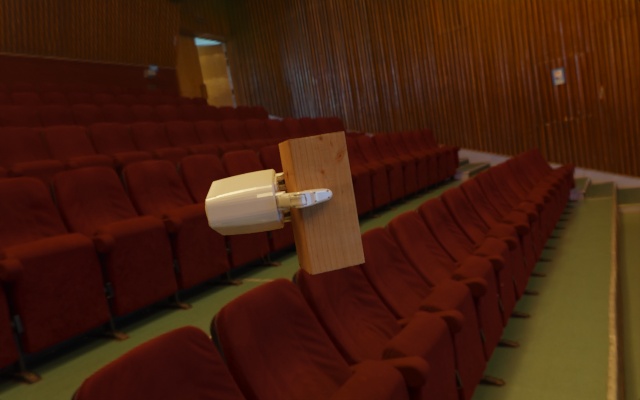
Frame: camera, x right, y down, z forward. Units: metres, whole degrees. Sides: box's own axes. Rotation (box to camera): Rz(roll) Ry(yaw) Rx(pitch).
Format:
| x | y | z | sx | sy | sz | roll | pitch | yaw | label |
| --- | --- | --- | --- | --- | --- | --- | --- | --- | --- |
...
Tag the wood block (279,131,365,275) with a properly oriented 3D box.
| x | y | z | sx | sy | sz | roll | pitch | yaw | label |
| --- | --- | --- | --- | --- | --- | --- | --- | --- | --- |
| 0.000 | 0.002 | 0.761 | 0.090 | 0.206 | 0.091 | -11 | 5 | -14 | wood block |
